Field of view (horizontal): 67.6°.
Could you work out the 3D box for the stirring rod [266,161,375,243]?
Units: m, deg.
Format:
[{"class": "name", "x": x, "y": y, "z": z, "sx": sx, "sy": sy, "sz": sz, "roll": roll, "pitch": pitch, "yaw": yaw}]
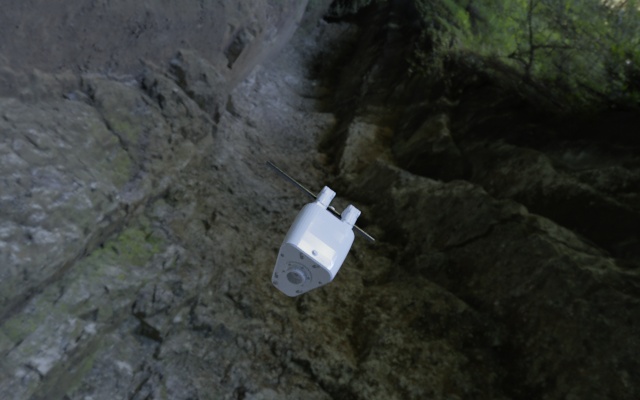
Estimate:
[{"class": "stirring rod", "x": 0.000, "y": 0.003, "z": 0.864, "sx": 0.239, "sy": 0.011, "sz": 0.011, "roll": 37, "pitch": -3, "yaw": -4}]
